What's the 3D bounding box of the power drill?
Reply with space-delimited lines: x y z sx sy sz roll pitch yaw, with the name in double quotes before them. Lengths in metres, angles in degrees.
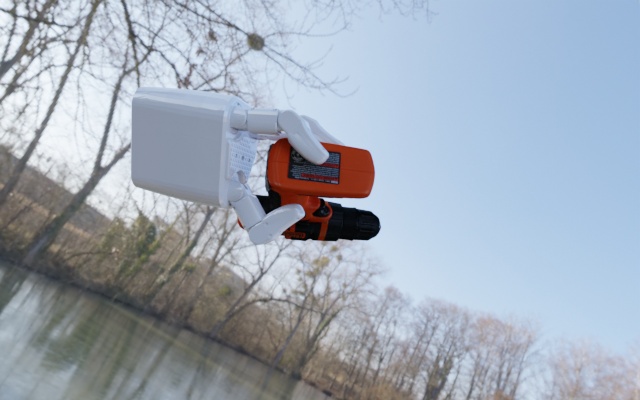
"power drill" 0.000 0.002 0.543 0.184 0.057 0.188 5 -22 -10
